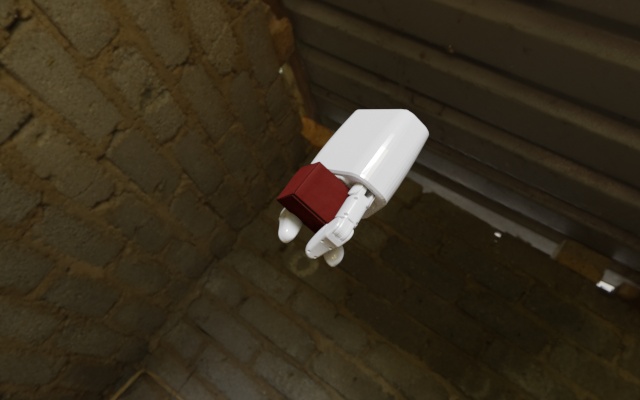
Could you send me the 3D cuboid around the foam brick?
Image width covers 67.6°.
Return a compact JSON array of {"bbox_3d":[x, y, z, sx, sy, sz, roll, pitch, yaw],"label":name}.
[{"bbox_3d":[0.000,0.002,0.542,0.078,0.051,0.053,42,-21,-18],"label":"foam brick"}]
